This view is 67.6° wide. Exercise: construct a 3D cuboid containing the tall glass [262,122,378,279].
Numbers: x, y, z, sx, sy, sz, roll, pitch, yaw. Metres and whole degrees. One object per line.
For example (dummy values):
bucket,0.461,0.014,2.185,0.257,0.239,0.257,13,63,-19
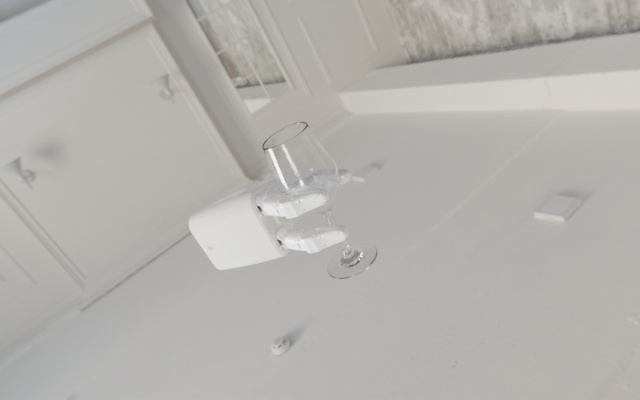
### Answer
tall glass,0.001,0.002,0.610,0.079,0.201,0.079,-23,25,11
